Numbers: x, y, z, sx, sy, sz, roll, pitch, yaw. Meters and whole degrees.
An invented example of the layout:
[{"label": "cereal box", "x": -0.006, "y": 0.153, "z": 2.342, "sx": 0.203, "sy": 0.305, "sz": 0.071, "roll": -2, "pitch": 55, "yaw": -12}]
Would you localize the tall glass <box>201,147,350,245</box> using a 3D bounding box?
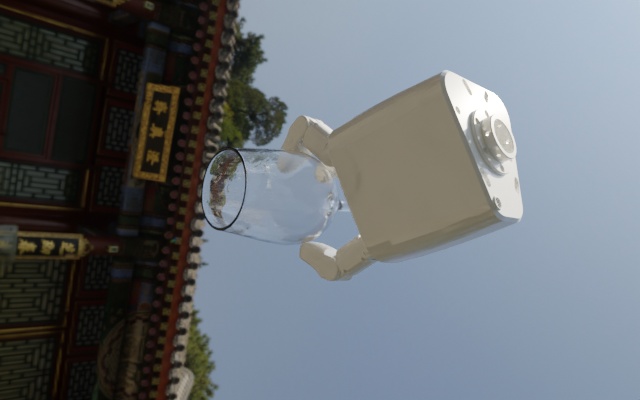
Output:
[{"label": "tall glass", "x": 0.000, "y": 0.002, "z": 0.417, "sx": 0.201, "sy": 0.079, "sz": 0.079, "roll": 8, "pitch": -5, "yaw": -43}]
